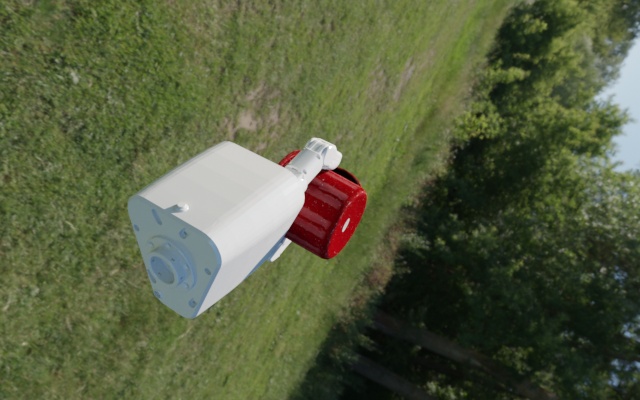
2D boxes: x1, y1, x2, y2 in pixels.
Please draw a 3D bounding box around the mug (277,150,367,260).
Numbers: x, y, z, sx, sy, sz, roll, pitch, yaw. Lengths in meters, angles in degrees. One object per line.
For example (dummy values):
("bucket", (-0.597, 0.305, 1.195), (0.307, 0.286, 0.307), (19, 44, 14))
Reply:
("mug", (0.001, 0.001, 0.496), (0.081, 0.093, 0.117), (29, 42, 19))
